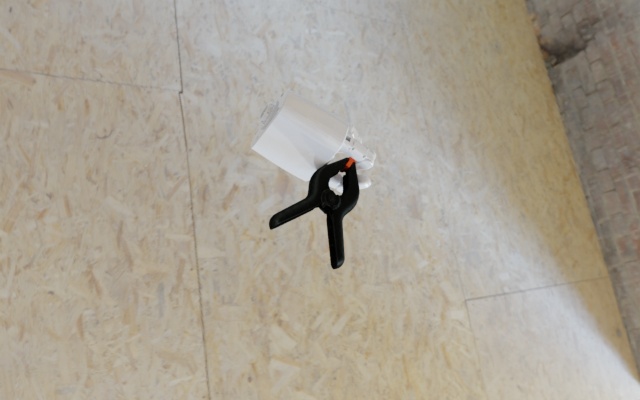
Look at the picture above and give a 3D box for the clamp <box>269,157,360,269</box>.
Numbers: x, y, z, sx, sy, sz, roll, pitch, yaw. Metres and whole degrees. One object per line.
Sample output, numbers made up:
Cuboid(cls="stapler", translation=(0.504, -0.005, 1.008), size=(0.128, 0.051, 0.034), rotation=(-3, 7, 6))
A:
Cuboid(cls="clamp", translation=(0.001, 0.002, 0.695), size=(0.120, 0.171, 0.039), rotation=(28, -30, -19))
